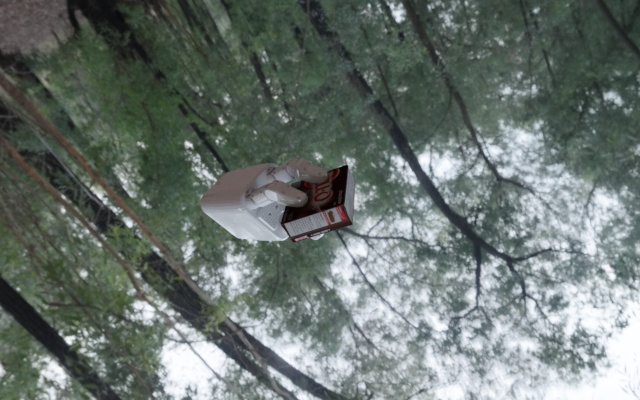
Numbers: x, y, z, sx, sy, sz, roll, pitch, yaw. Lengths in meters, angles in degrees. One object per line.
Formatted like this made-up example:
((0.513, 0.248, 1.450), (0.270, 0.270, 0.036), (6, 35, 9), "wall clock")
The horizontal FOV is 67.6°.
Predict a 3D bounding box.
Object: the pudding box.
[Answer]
((0.000, 0.002, 0.653), (0.090, 0.039, 0.113), (-19, 29, 16), "pudding box")
